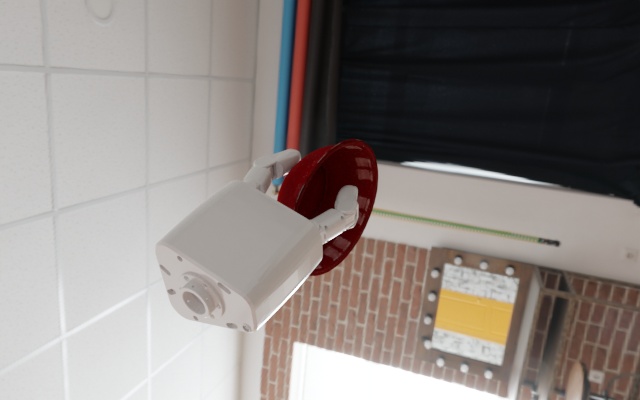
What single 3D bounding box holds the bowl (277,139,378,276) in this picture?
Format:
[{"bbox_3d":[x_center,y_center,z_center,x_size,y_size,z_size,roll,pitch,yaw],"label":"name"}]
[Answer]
[{"bbox_3d":[0.001,0.001,0.547,0.055,0.162,0.162,23,13,33],"label":"bowl"}]
